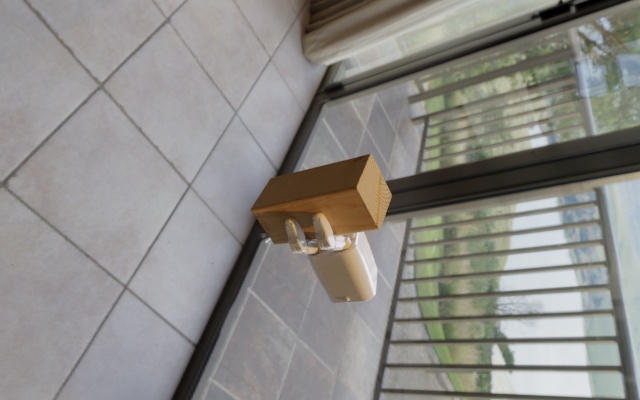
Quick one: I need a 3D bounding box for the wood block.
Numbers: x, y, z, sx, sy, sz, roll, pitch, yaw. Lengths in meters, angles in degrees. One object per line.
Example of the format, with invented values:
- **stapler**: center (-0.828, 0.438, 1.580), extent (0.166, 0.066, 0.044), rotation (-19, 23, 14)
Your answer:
- **wood block**: center (0.001, 0.003, 0.798), extent (0.206, 0.090, 0.090), rotation (-11, 34, 32)
